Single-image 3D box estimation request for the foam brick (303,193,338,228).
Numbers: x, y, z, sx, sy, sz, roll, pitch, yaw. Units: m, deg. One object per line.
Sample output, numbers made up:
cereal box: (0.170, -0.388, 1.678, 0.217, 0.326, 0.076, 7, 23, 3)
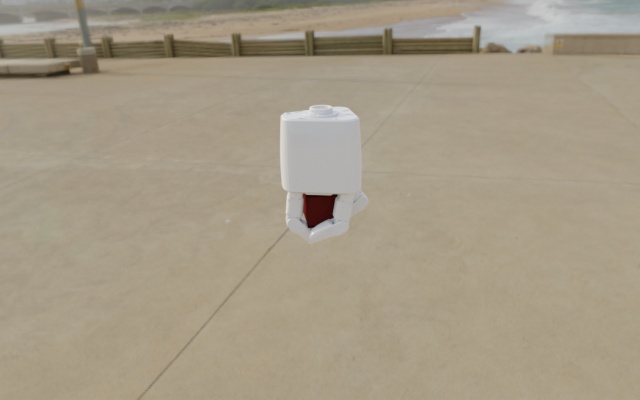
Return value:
foam brick: (0.000, 0.002, 0.739, 0.053, 0.051, 0.078, -4, 23, -9)
